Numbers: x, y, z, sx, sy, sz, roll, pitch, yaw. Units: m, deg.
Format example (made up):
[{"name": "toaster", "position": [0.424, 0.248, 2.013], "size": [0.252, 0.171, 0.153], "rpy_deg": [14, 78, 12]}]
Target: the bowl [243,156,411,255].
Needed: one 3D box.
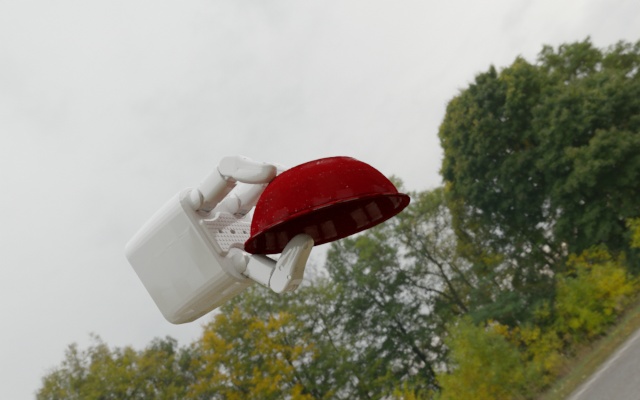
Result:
[{"name": "bowl", "position": [0.001, 0.001, 0.454], "size": [0.162, 0.055, 0.162], "rpy_deg": [-15, -15, -4]}]
